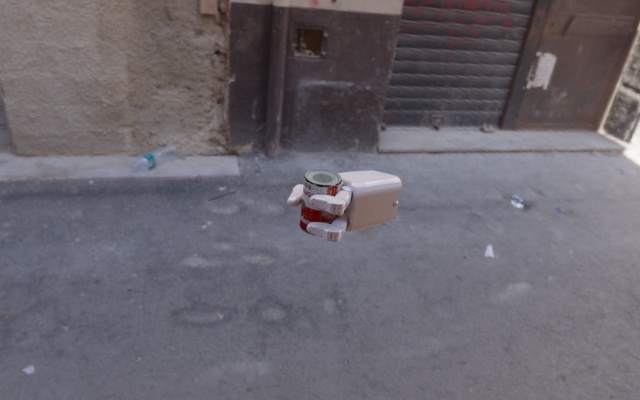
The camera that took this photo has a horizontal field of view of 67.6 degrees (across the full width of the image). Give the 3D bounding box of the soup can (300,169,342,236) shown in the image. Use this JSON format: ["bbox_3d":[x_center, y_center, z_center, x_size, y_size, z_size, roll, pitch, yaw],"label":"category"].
[{"bbox_3d":[0.000,0.003,0.852,0.068,0.102,0.068,5,29,-3],"label":"soup can"}]
